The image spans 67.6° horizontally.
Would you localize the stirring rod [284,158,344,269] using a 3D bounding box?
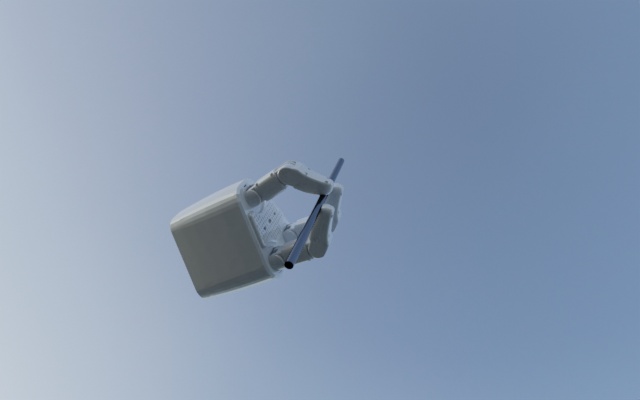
[{"bbox_3d":[0.000,0.002,0.497,0.011,0.011,0.239,0,25,14],"label":"stirring rod"}]
